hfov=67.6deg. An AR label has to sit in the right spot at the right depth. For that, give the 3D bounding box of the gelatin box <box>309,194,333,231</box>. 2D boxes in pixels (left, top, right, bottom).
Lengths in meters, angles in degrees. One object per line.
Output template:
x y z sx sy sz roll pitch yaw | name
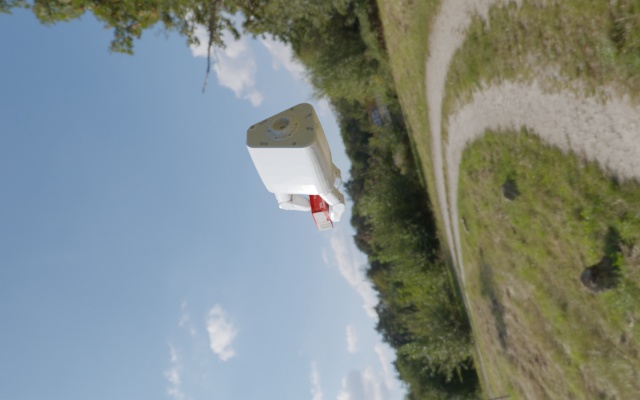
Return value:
0.000 0.003 0.835 0.030 0.073 0.089 -10 -25 4 | gelatin box
